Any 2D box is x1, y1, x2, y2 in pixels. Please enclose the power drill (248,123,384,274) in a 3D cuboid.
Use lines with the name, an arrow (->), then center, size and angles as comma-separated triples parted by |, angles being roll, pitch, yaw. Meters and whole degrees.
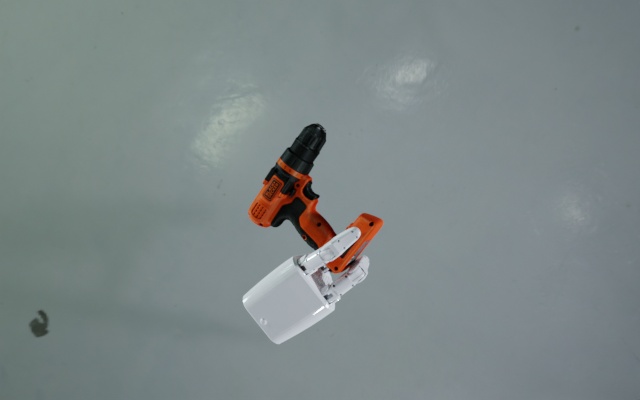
power drill -> 0.000, 0.003, 0.718 | 0.187, 0.184, 0.057 | 40, 17, 17
